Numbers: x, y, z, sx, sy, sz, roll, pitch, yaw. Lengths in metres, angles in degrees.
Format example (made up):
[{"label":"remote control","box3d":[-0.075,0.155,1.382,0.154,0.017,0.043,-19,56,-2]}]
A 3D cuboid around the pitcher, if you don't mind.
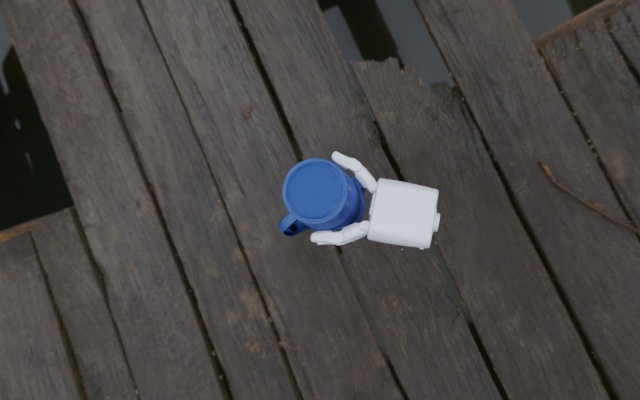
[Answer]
[{"label":"pitcher","box3d":[0.000,0.003,0.869,0.145,0.149,0.243,11,-4,10]}]
